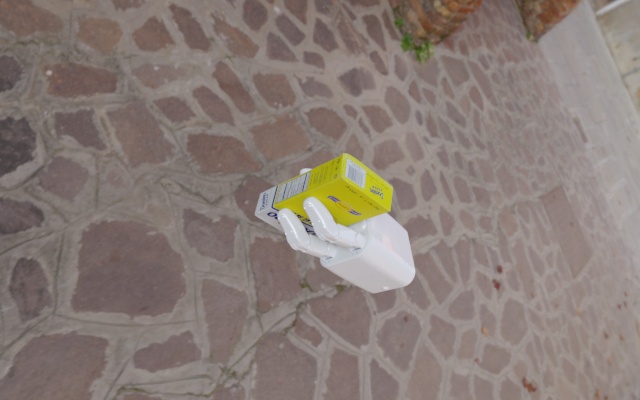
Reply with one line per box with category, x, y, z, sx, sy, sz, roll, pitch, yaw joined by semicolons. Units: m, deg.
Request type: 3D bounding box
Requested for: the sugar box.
sugar box;0.000;0.003;0.648;0.093;0.048;0.176;33;-40;-31
